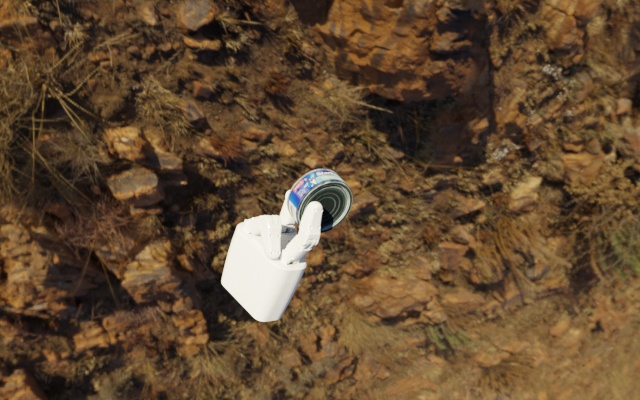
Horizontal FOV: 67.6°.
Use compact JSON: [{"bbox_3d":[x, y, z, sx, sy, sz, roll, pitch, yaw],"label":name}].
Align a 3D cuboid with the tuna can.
[{"bbox_3d":[0.000,0.002,0.646,0.086,0.086,0.033,0,31,-32],"label":"tuna can"}]
